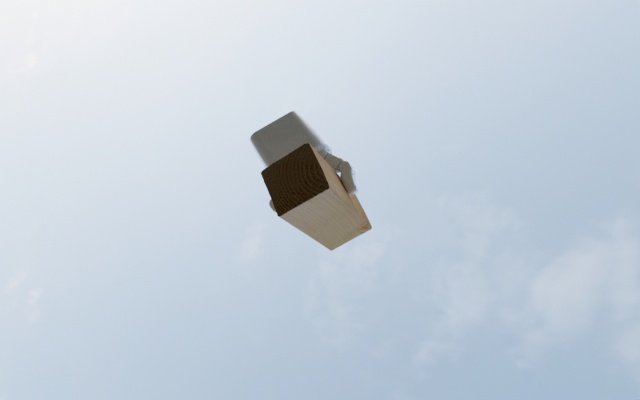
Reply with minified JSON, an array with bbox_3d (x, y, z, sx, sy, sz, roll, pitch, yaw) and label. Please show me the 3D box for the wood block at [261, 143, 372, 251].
[{"bbox_3d":[0.000,0.002,0.791,0.091,0.090,0.206,-31,-29,11],"label":"wood block"}]
